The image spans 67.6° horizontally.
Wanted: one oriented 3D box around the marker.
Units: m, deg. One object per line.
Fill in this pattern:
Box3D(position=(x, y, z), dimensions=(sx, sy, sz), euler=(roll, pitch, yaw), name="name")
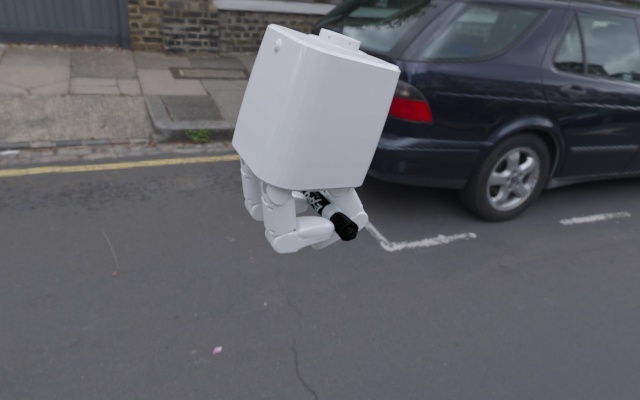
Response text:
Box3D(position=(0.000, 0.002, 0.450), dimensions=(0.020, 0.020, 0.121), euler=(0, 28, -31), name="marker")
